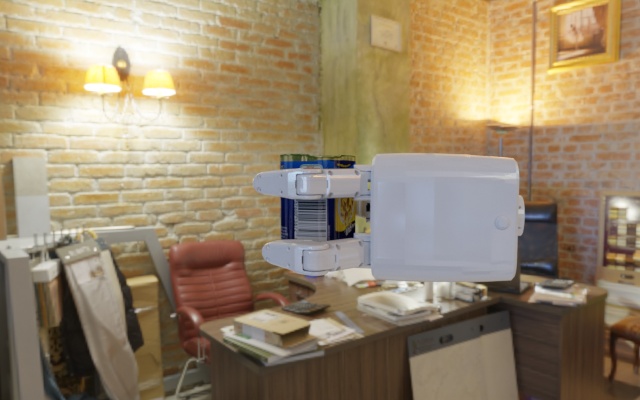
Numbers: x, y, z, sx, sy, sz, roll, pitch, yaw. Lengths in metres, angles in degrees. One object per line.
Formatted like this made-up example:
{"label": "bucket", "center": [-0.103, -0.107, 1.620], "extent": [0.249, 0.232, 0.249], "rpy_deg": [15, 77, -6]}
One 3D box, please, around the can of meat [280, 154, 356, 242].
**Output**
{"label": "can of meat", "center": [0.000, 0.001, 0.424], "extent": [0.057, 0.084, 0.102], "rpy_deg": [1, 4, 15]}
